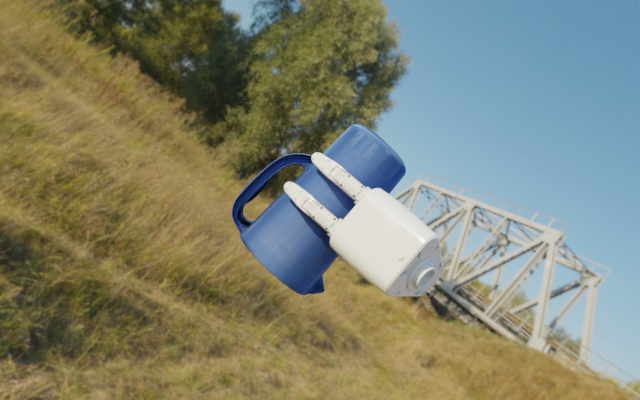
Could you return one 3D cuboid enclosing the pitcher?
[{"bbox_3d":[0.000,0.002,0.697,0.145,0.243,0.149,42,0,38],"label":"pitcher"}]
